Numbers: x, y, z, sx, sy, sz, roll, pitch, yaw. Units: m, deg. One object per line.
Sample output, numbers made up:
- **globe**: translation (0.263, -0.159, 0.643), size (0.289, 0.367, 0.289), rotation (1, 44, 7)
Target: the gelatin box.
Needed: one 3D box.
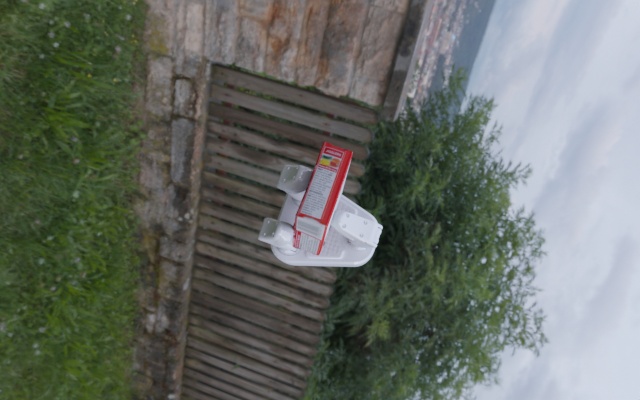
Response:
- **gelatin box**: translation (0.001, 0.001, 0.431), size (0.030, 0.073, 0.089), rotation (19, -23, 3)
